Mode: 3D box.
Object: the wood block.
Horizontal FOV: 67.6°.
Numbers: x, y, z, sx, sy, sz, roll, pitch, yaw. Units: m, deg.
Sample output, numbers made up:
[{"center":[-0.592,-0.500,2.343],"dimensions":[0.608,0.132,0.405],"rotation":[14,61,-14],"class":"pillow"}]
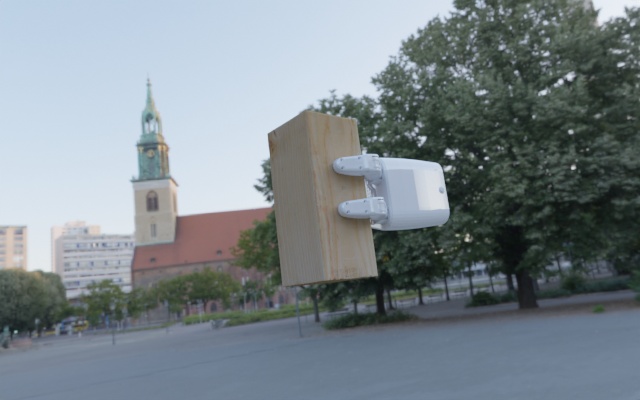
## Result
[{"center":[0.000,0.002,0.618],"dimensions":[0.090,0.206,0.091],"rotation":[2,-14,-38],"class":"wood block"}]
